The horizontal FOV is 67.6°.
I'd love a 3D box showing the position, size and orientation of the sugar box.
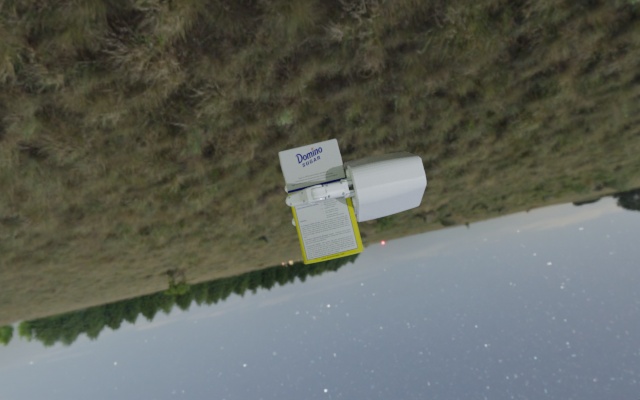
[{"bbox_3d":[0.000,0.003,0.732,0.093,0.176,0.048,-13,-6,-1],"label":"sugar box"}]
